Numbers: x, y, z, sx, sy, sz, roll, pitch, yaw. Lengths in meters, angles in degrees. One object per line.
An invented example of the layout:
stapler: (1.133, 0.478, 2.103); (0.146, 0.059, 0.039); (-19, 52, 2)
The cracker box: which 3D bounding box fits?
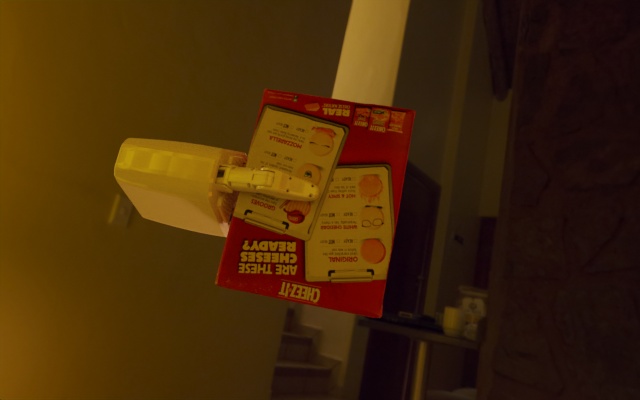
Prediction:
cracker box: (0.000, 0.001, 0.504); (0.164, 0.213, 0.072); (10, -13, 8)
